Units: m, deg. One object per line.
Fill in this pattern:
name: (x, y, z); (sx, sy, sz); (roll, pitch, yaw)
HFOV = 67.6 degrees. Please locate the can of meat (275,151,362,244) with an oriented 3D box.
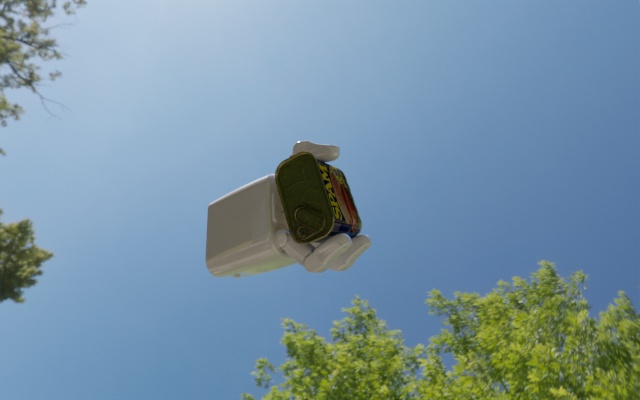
can of meat: (0.000, 0.002, 0.565); (0.057, 0.102, 0.084); (-25, -19, 23)
